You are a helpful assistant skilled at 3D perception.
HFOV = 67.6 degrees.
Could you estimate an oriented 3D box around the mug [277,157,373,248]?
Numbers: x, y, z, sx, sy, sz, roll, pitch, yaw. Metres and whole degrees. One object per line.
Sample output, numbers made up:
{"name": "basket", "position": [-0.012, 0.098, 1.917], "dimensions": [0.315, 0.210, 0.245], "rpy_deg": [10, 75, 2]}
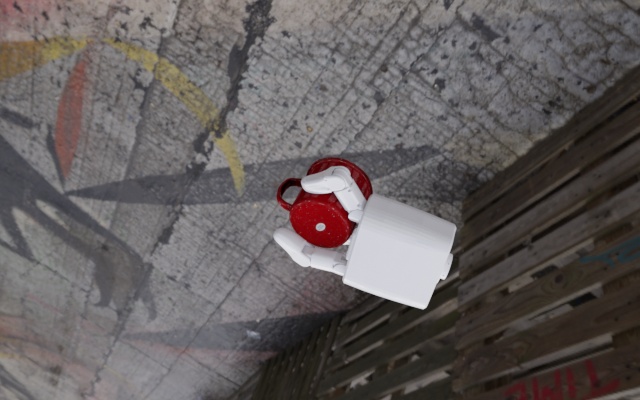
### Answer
{"name": "mug", "position": [-0.001, 0.002, 0.608], "dimensions": [0.117, 0.093, 0.081], "rpy_deg": [18, 45, 10]}
